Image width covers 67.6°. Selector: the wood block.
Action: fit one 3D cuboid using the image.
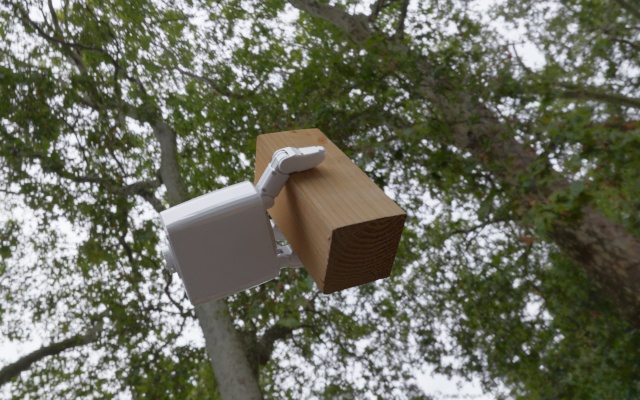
[{"bbox_3d":[0.000,0.002,0.567,0.090,0.091,0.206,-10,38,-26],"label":"wood block"}]
